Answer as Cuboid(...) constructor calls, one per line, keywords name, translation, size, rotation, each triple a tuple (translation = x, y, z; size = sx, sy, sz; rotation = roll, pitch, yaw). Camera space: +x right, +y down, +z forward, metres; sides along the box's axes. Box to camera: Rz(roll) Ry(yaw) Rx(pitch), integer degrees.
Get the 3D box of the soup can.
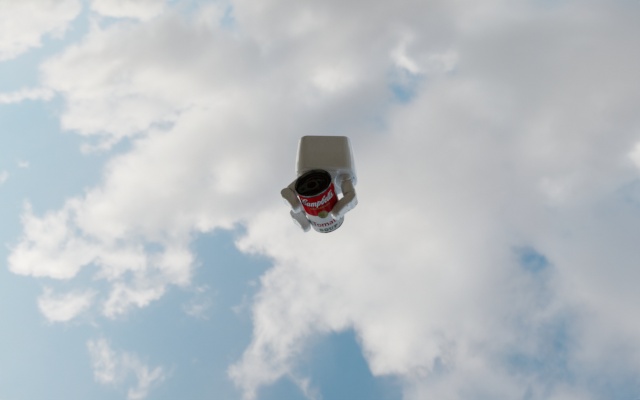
Cuboid(name="soup can", translation=(0.000, 0.003, 0.869), size=(0.068, 0.068, 0.102), rotation=(0, -43, 21))
